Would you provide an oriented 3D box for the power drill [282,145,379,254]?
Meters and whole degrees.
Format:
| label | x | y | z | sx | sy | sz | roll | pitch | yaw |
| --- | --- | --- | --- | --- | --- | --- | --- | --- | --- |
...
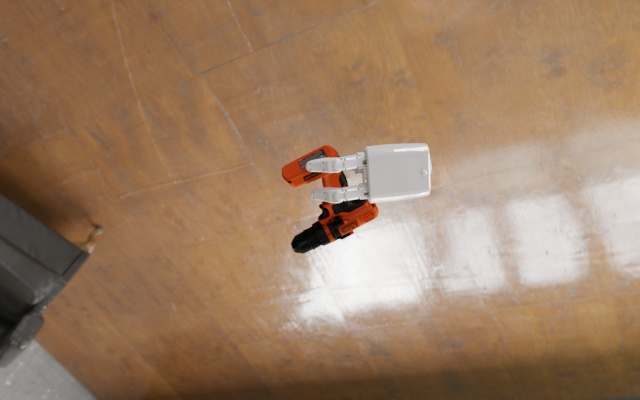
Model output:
| label | x | y | z | sx | sy | sz | roll | pitch | yaw |
| --- | --- | --- | --- | --- | --- | --- | --- | --- | --- |
| power drill | 0.000 | 0.002 | 0.890 | 0.184 | 0.188 | 0.057 | -28 | 38 | 1 |
